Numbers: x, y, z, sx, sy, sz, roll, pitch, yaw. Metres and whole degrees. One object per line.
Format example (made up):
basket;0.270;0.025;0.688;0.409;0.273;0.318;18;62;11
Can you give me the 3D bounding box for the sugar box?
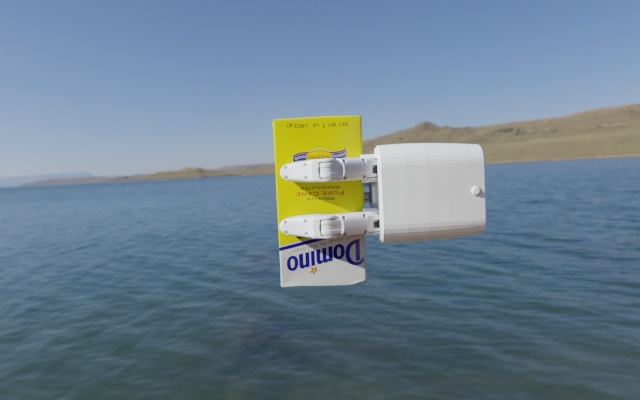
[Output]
sugar box;0.000;0.002;0.507;0.093;0.176;0.048;-3;4;1
